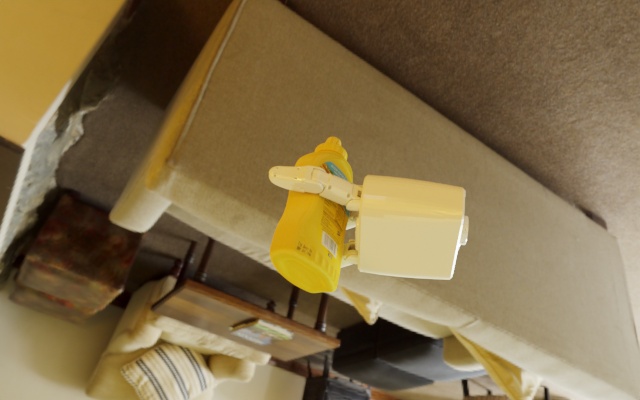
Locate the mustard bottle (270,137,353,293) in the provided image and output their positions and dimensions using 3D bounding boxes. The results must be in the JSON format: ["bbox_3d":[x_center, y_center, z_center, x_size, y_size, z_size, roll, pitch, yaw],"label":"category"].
[{"bbox_3d":[0.000,0.002,0.553,0.058,0.191,0.096,-10,-40,31],"label":"mustard bottle"}]
